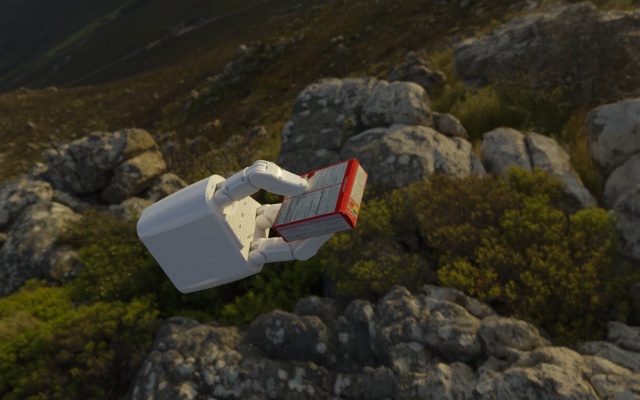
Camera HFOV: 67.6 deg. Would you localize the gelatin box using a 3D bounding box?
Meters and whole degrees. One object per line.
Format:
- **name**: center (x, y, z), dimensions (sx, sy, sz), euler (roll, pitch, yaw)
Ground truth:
- **gelatin box**: center (0.000, 0.001, 0.494), dimensions (0.089, 0.073, 0.030), euler (-16, -50, 34)
